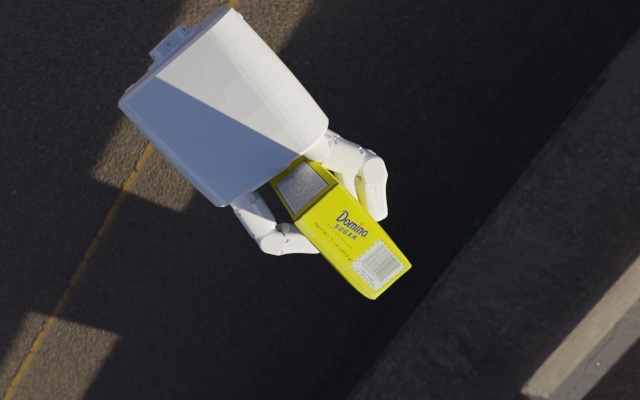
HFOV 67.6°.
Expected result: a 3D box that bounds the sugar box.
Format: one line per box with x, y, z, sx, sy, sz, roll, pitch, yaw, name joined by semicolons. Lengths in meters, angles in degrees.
0.000;0.001;0.401;0.048;0.093;0.176;-41;27;3;sugar box
